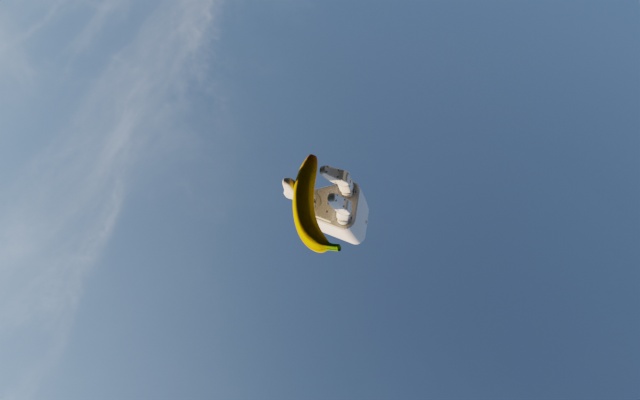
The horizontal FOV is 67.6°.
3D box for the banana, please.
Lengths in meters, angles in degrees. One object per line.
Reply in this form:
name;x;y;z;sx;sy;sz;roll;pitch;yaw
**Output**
banana;-0.016;0.012;0.817;0.069;0.197;0.037;-23;-30;12
